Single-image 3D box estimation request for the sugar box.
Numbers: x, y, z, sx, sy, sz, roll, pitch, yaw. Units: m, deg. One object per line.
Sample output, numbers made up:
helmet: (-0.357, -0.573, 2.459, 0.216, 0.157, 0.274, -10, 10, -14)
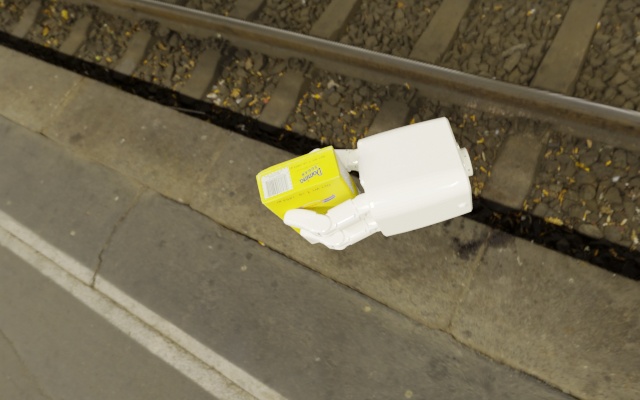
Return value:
sugar box: (0.000, 0.002, 0.590, 0.093, 0.048, 0.176, -18, -27, 12)
